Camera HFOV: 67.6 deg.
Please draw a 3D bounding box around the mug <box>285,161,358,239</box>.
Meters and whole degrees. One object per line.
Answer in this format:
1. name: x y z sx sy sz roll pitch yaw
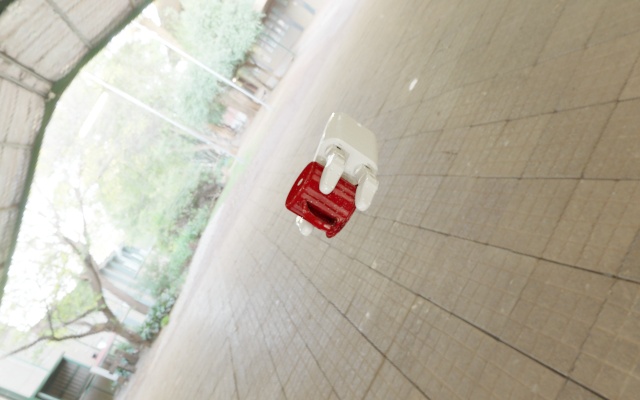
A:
1. mug: 0.000 0.003 0.688 0.081 0.093 0.117 31 32 -13
